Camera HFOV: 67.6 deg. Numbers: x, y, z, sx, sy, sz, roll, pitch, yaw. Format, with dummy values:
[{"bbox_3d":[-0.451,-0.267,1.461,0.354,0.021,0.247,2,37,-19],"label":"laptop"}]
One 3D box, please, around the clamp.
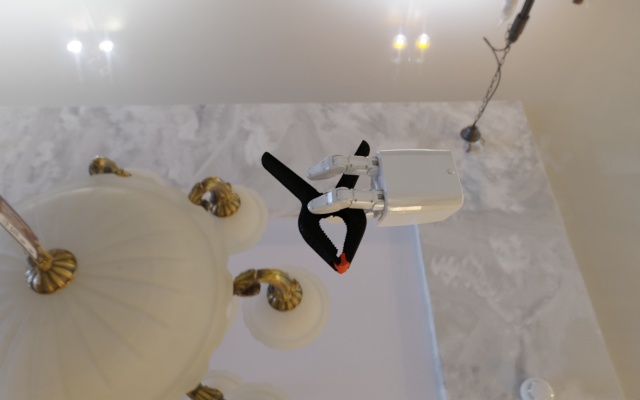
[{"bbox_3d":[0.000,0.003,0.672,0.164,0.209,0.036,-3,-32,-4],"label":"clamp"}]
